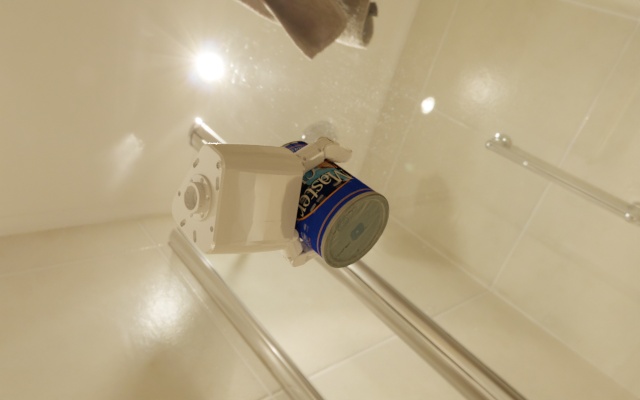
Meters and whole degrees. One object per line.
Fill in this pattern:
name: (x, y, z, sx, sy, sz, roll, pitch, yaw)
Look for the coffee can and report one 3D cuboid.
coffee can: (0.000, 0.002, 0.594, 0.103, 0.103, 0.140, 0, 30, -47)
